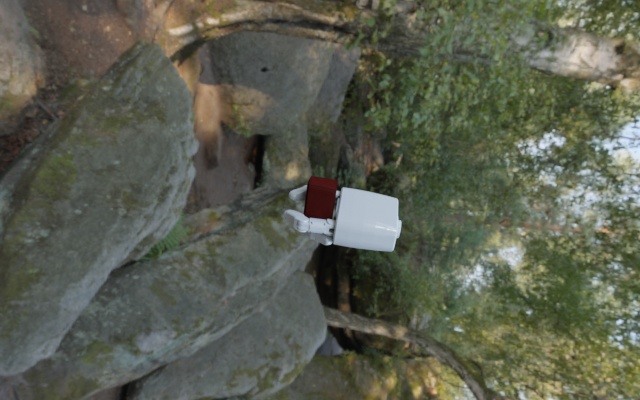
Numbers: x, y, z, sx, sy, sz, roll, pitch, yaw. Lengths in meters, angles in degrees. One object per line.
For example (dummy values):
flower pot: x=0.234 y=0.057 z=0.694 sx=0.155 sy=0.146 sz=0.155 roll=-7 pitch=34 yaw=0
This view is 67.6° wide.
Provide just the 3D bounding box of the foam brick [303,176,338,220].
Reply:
foam brick: x=0.000 y=0.003 z=0.842 sx=0.051 sy=0.078 sz=0.053 roll=9 pitch=22 yaw=3
